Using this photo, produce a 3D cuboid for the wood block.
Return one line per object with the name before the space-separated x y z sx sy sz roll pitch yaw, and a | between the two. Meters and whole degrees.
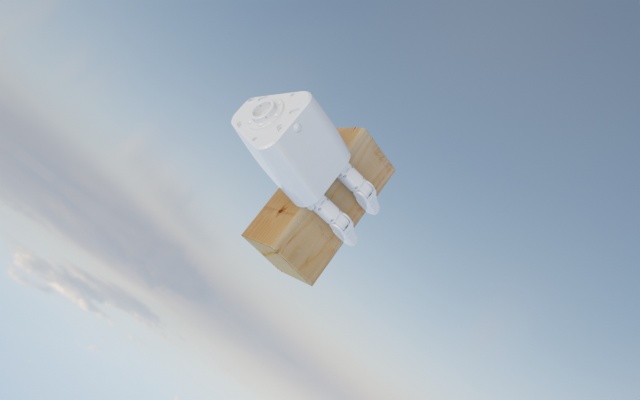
wood block | 0.000 0.002 0.669 0.090 0.206 0.091 48 -20 -30
